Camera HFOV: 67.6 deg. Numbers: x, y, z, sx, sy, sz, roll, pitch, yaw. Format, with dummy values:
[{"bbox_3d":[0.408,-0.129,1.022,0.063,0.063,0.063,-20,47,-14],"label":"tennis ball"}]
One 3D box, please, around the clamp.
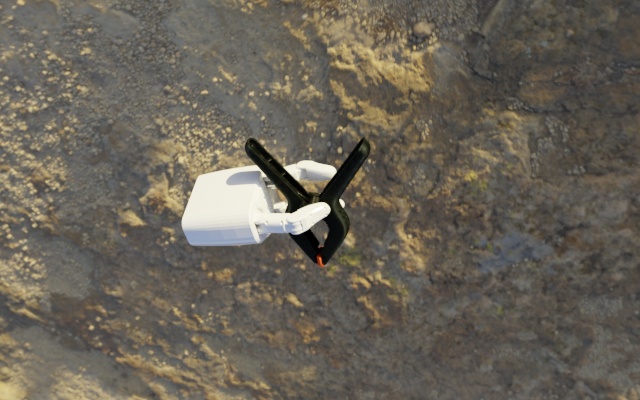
[{"bbox_3d":[0.000,0.003,0.652,0.164,0.210,0.036,-4,32,18],"label":"clamp"}]
